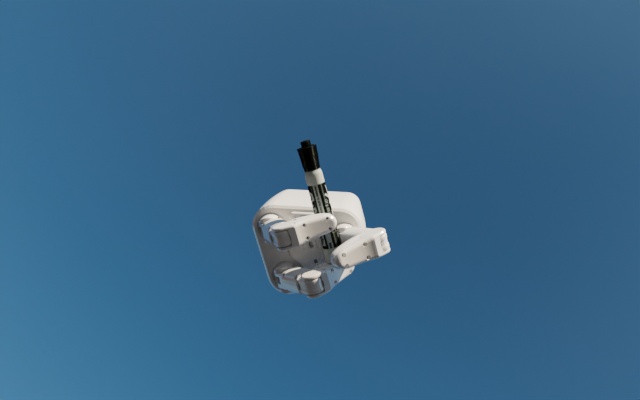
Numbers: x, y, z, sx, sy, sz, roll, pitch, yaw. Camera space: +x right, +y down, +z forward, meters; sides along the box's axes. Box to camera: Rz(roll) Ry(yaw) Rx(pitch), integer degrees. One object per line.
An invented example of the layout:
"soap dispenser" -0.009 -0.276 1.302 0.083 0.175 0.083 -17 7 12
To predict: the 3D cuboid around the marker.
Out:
"marker" 0.000 0.002 0.459 0.020 0.121 0.020 -14 11 3
